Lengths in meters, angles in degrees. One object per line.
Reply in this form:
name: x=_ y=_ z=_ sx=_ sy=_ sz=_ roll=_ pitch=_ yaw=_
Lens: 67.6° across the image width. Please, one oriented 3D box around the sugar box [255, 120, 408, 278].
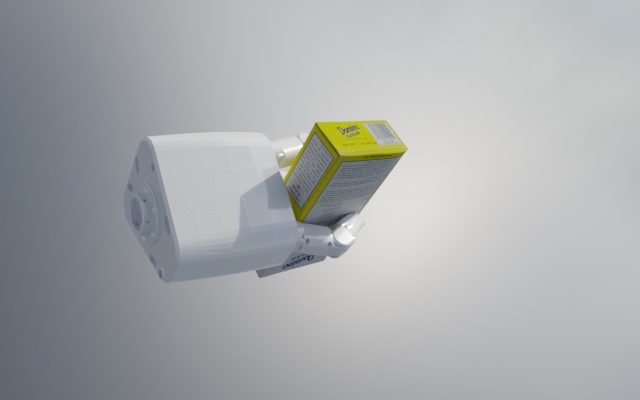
sugar box: x=0.000 y=0.001 z=0.462 sx=0.093 sy=0.048 sz=0.176 roll=-9 pitch=-33 yaw=-42
